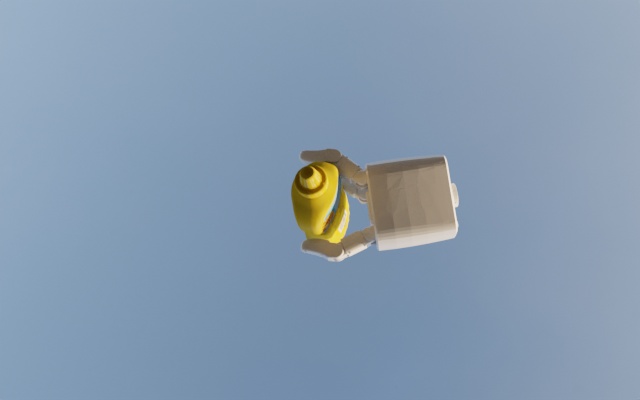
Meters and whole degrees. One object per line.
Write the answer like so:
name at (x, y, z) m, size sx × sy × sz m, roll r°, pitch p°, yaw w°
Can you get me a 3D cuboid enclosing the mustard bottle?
mustard bottle at (0.000, 0.002, 0.646) m, size 0.058 × 0.096 × 0.192 m, roll 15°, pitch -18°, yaw 14°
